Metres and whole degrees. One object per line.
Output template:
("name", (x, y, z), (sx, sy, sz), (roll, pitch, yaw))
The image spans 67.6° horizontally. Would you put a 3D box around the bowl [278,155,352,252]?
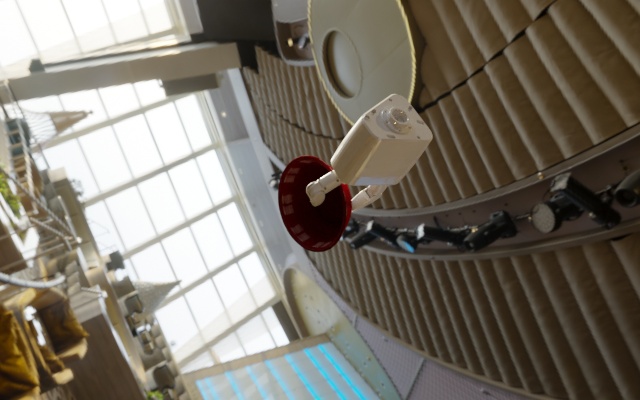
("bowl", (0.000, 0.003, 0.804), (0.162, 0.162, 0.055), (0, 9, 45))
